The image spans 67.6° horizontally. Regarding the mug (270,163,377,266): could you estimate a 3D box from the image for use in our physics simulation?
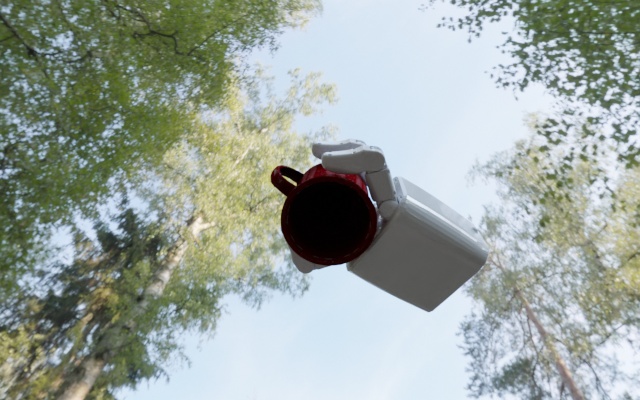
[{"bbox_3d":[-0.001,0.001,0.492,0.117,0.093,0.081,31,19,-7],"label":"mug"}]
